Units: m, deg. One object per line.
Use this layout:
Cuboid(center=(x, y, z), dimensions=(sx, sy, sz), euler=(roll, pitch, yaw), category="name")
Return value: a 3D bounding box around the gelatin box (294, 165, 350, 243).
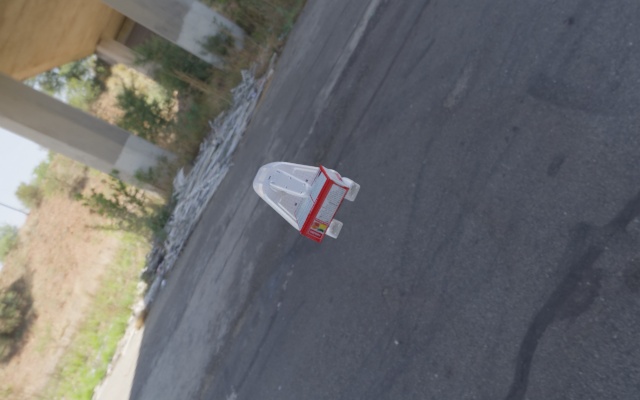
Cuboid(center=(0.000, 0.002, 0.580), dimensions=(0.030, 0.073, 0.089), euler=(26, 10, -13), category="gelatin box")
